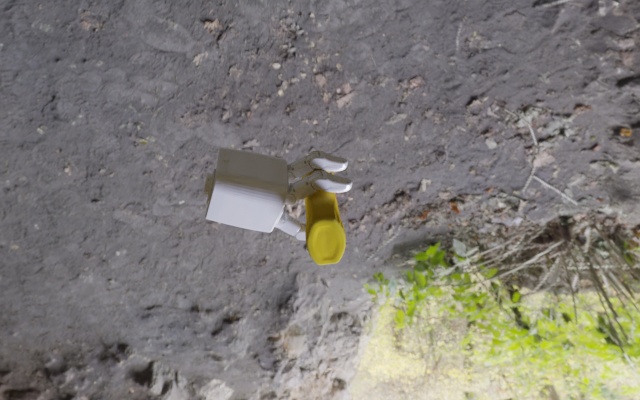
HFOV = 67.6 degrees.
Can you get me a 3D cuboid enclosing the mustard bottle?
[{"bbox_3d":[0.000,0.003,0.750,0.058,0.096,0.191,-8,39,0],"label":"mustard bottle"}]
